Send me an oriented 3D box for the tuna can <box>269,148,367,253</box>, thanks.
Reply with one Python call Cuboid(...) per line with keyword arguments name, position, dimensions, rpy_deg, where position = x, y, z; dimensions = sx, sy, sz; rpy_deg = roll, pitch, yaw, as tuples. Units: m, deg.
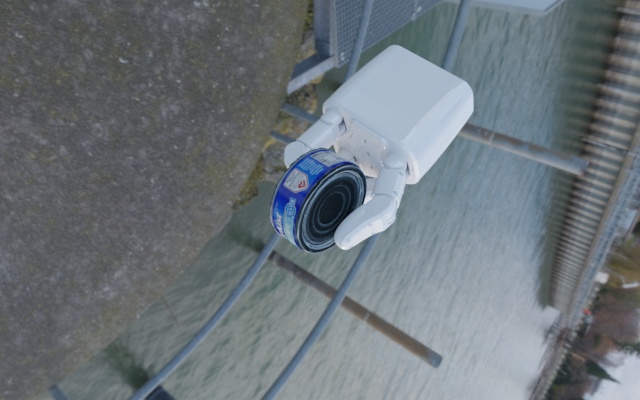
Cuboid(name="tuna can", position=(0.000, 0.002, 0.404), dimensions=(0.033, 0.086, 0.086), rpy_deg=(33, 20, 34))
